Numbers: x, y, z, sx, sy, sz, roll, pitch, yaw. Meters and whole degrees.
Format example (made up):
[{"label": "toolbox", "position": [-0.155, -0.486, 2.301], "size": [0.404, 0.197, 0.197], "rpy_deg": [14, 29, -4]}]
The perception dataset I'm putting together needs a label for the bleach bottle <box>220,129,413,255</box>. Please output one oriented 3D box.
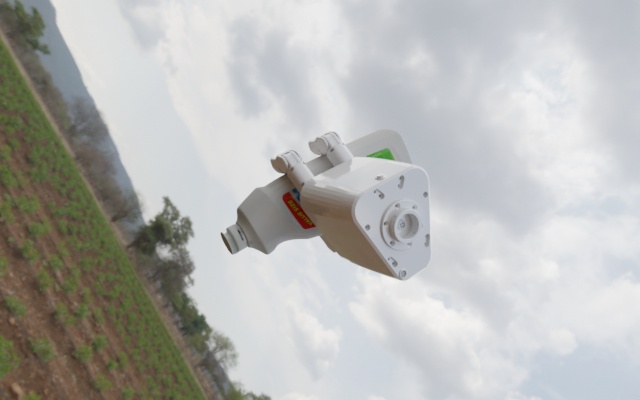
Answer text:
[{"label": "bleach bottle", "position": [0.000, 0.002, 0.585], "size": [0.251, 0.102, 0.068], "rpy_deg": [-28, 19, -22]}]
